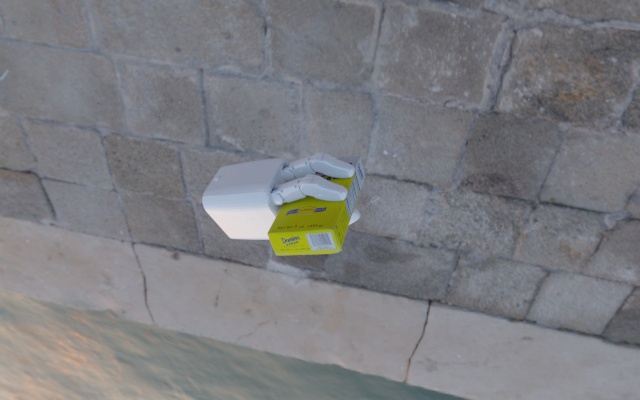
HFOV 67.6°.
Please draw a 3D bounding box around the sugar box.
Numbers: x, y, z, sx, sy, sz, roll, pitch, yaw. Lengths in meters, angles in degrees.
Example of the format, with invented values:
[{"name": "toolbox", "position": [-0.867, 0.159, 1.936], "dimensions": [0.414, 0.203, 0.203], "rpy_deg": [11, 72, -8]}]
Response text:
[{"name": "sugar box", "position": [0.000, 0.002, 0.666], "dimensions": [0.093, 0.048, 0.176], "rpy_deg": [-4, 37, 20]}]
